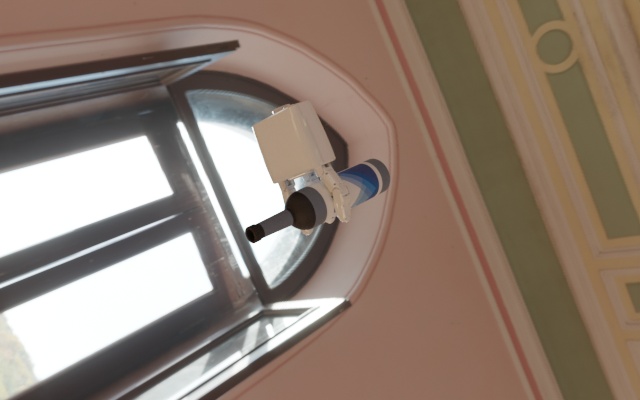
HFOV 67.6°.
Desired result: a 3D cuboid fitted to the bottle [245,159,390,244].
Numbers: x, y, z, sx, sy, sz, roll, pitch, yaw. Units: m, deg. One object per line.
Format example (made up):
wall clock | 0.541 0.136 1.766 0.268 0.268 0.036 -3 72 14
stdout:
bottle | 0.000 0.003 0.793 0.295 0.069 0.069 -25 17 -39
